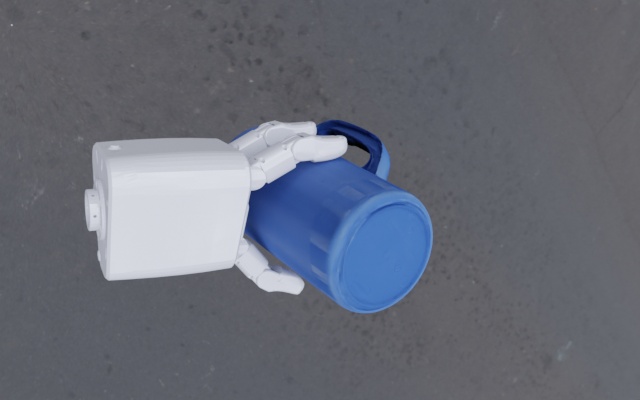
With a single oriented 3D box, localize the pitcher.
[{"bbox_3d":[0.000,0.002,0.478,0.145,0.149,0.242,-1,18,-32],"label":"pitcher"}]
